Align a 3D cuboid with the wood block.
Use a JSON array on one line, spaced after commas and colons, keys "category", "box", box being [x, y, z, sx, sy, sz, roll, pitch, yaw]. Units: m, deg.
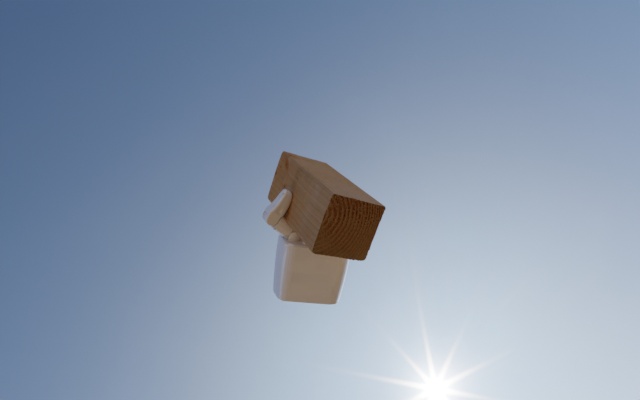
[{"category": "wood block", "box": [0.000, 0.003, 0.740, 0.091, 0.090, 0.206, 12, 16, -29]}]
